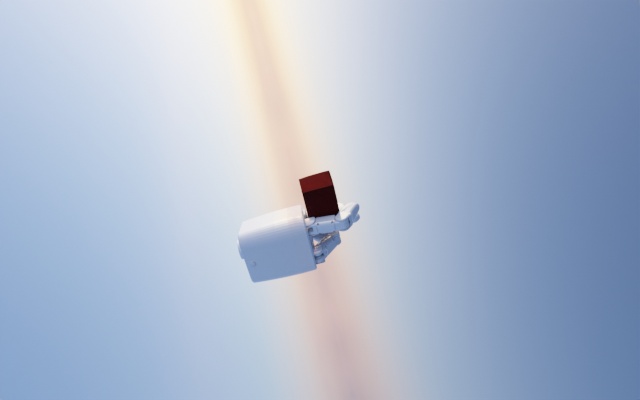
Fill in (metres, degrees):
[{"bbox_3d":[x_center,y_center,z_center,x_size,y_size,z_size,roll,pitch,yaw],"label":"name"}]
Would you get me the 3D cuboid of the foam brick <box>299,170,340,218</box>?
[{"bbox_3d":[0.000,0.002,0.753,0.051,0.078,0.053,-14,29,-1],"label":"foam brick"}]
